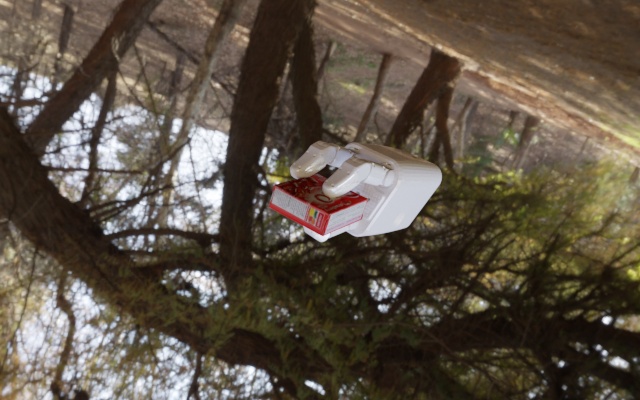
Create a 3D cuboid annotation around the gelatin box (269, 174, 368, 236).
[{"bbox_3d":[0.000,0.002,0.522,0.073,0.030,0.089,28,24,25],"label":"gelatin box"}]
